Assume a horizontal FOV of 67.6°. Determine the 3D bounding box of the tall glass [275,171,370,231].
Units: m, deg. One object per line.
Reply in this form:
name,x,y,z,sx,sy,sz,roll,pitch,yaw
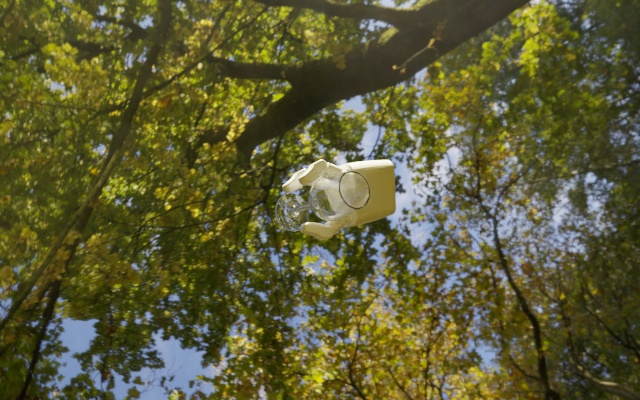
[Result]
tall glass,0.000,0.003,0.831,0.079,0.079,0.201,0,-11,-33
